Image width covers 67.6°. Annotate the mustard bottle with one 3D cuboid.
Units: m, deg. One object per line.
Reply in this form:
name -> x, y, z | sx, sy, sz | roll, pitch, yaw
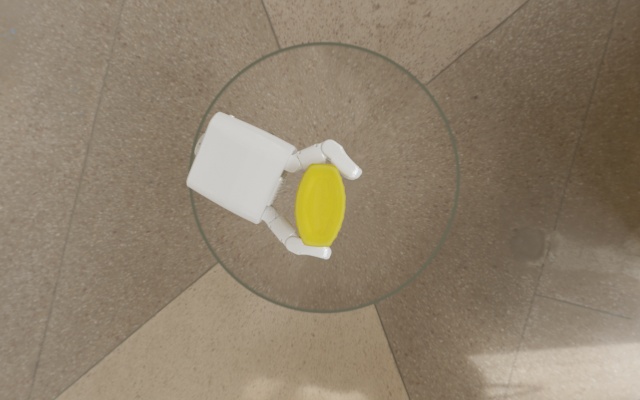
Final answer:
mustard bottle -> 0.000, 0.002, 0.629 | 0.058, 0.096, 0.191 | 3, 3, 0
